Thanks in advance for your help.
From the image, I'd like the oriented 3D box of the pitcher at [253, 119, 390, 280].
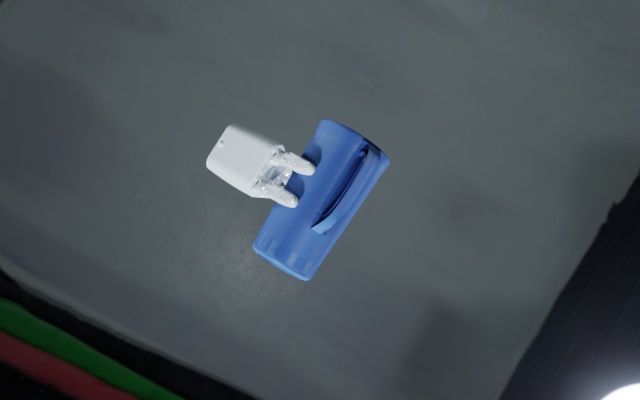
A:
[{"bbox_3d":[0.000,0.002,0.762,0.145,0.243,0.149,29,-6,23],"label":"pitcher"}]
